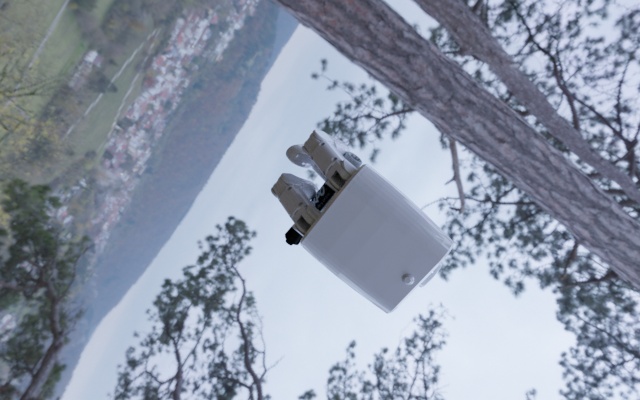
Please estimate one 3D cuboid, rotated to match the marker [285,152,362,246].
[{"bbox_3d":[0.000,0.002,0.493,0.020,0.121,0.020,32,23,-15],"label":"marker"}]
